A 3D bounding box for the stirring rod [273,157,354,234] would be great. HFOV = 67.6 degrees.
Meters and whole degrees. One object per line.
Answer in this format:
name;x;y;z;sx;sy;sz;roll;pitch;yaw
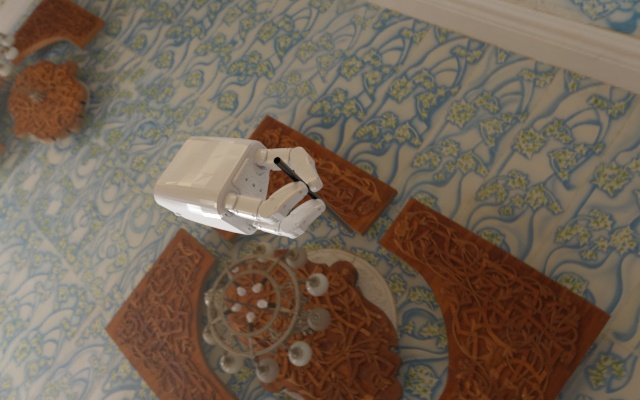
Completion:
stirring rod;0.000;0.002;0.585;0.011;0.011;0.240;0;-21;23
